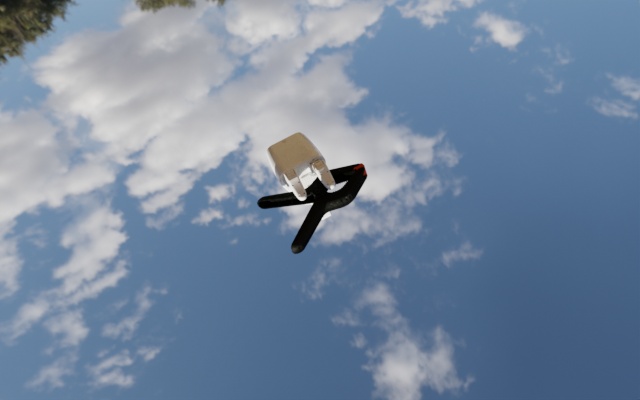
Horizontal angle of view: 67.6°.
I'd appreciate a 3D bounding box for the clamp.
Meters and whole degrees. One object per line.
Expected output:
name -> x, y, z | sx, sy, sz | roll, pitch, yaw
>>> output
clamp -> 0.001, 0.003, 0.871 | 0.210, 0.036, 0.164 | -28, 44, -5
